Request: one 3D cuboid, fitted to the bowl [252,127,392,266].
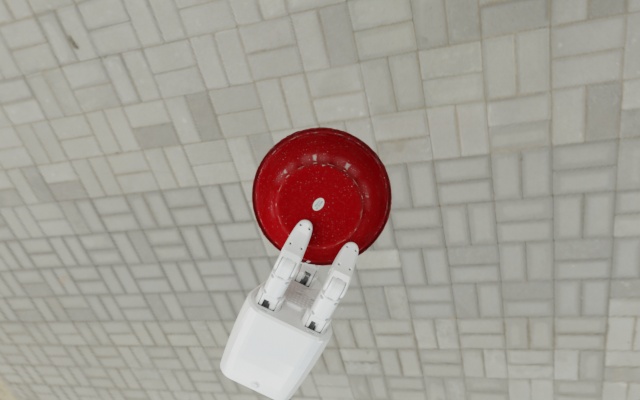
[{"bbox_3d":[0.000,0.001,0.525,0.162,0.162,0.055,0,10,2],"label":"bowl"}]
